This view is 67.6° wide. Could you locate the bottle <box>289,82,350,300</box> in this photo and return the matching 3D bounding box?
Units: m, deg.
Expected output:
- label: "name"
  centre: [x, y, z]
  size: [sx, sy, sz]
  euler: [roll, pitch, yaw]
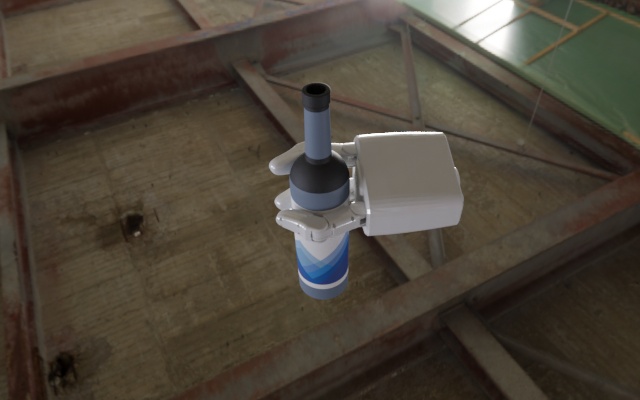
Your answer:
- label: "bottle"
  centre: [0.000, 0.002, 0.549]
  size: [0.069, 0.296, 0.069]
  euler: [-1, 44, 1]
